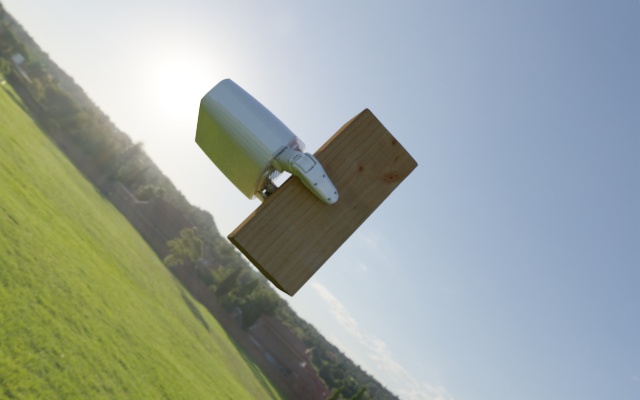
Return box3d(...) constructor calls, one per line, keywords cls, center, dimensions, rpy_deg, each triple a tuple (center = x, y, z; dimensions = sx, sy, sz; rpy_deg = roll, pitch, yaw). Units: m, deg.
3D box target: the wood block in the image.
box3d(cls="wood block", center=(0.000, 0.001, 0.551), dimensions=(0.206, 0.090, 0.091), rpy_deg=(-45, 8, -13))
